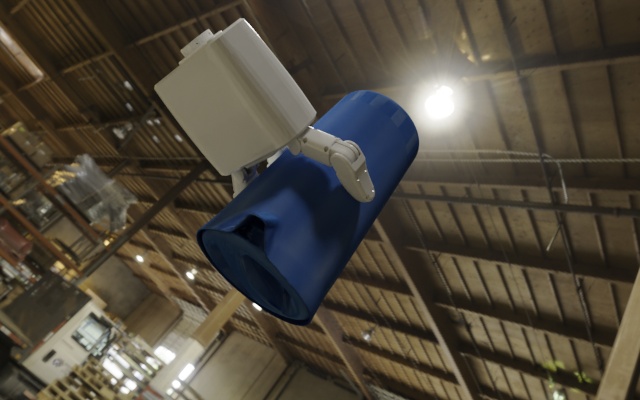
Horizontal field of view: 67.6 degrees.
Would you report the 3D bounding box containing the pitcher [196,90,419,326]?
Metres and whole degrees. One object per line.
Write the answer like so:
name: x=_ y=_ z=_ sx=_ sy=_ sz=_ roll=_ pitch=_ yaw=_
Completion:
pitcher: x=0.000 y=0.001 z=0.502 sx=0.149 sy=0.145 sz=0.242 roll=-6 pitch=37 yaw=53
